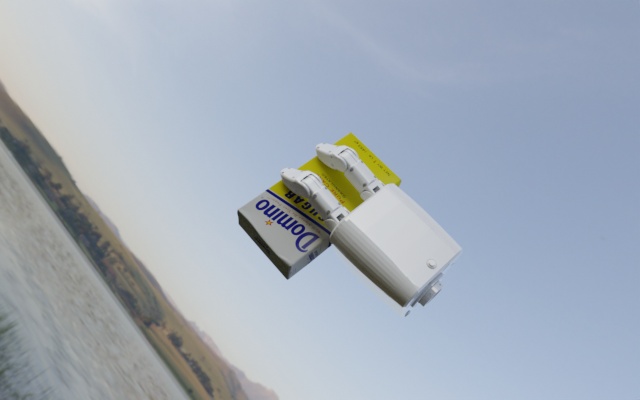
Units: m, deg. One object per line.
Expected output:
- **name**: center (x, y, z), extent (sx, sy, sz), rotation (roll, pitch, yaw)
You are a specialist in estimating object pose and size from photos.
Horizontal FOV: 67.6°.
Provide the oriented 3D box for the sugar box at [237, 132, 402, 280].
- **sugar box**: center (0.000, 0.002, 0.561), extent (0.176, 0.093, 0.048), rotation (-36, -19, -25)
